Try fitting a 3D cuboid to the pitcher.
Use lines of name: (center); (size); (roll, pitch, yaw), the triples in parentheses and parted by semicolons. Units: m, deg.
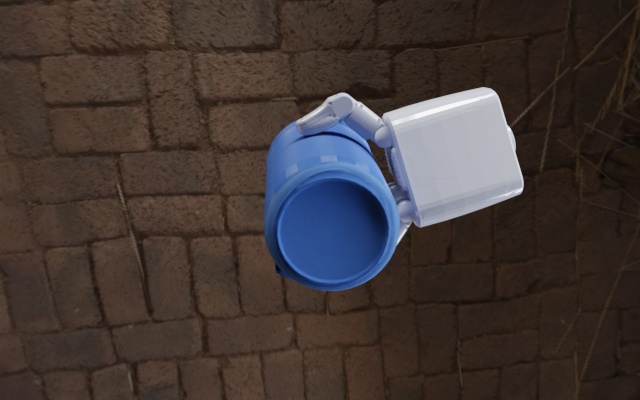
pitcher: (0.000, 0.001, 0.485); (0.145, 0.149, 0.242); (-17, 16, 3)
